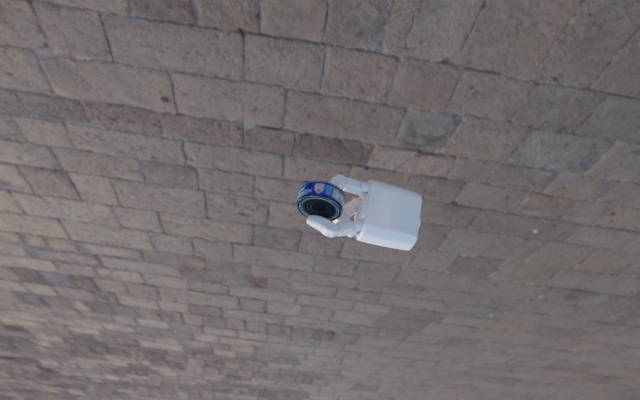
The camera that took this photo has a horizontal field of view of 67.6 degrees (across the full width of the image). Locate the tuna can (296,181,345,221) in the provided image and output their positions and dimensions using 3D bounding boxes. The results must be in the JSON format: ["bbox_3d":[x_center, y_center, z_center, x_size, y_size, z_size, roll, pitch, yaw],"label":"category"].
[{"bbox_3d":[0.000,0.003,0.862,0.086,0.033,0.086,8,-34,6],"label":"tuna can"}]
